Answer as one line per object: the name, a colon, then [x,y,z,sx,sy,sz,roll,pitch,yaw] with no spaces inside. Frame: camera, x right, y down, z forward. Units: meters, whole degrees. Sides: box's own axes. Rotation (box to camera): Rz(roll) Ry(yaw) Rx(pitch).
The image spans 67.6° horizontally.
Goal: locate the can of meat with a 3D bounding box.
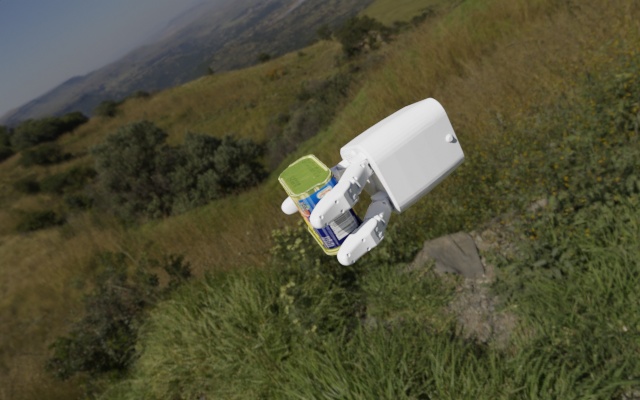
can of meat: [0.000,0.002,0.552,0.057,0.084,0.102,-34,26,-4]
